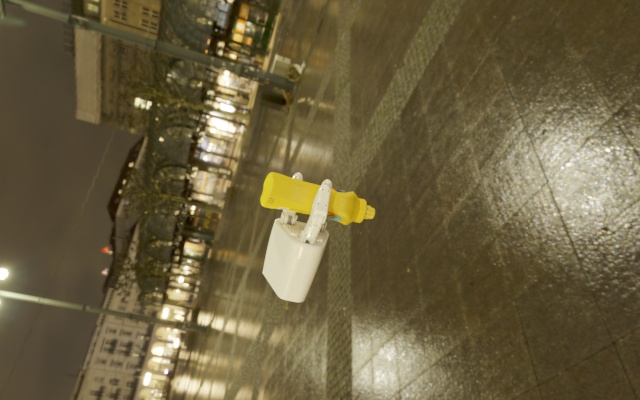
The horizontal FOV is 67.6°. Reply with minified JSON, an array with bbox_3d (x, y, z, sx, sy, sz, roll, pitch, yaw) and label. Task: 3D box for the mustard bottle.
[{"bbox_3d":[0.000,0.002,0.799,0.191,0.058,0.096,13,-9,-13],"label":"mustard bottle"}]
